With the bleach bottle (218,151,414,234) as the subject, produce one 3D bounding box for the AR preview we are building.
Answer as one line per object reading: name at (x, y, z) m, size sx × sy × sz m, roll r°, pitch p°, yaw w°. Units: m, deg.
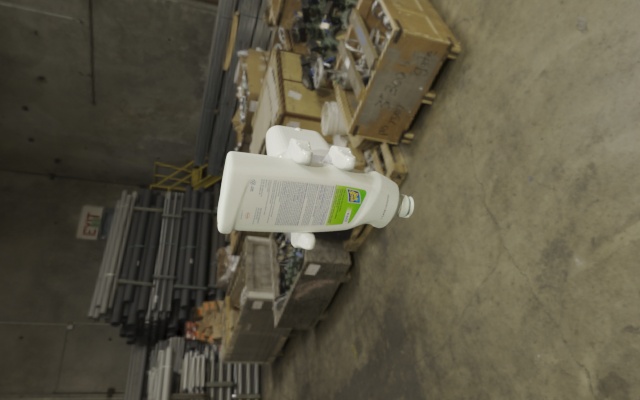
bleach bottle at (0.000, 0.002, 0.619) m, size 0.251 × 0.103 × 0.068 m, roll 7°, pitch 28°, yaw -17°
